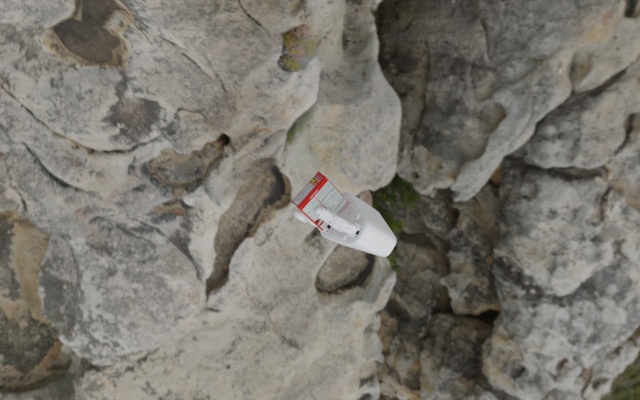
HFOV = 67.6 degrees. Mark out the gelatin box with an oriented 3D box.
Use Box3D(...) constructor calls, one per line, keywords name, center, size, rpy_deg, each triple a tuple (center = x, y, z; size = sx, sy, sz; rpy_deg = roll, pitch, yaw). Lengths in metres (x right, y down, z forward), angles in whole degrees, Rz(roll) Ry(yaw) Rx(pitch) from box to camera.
Box3D(name="gelatin box", center=(0.000, 0.003, 0.850), size=(0.030, 0.073, 0.089), rpy_deg=(39, -4, 44))
